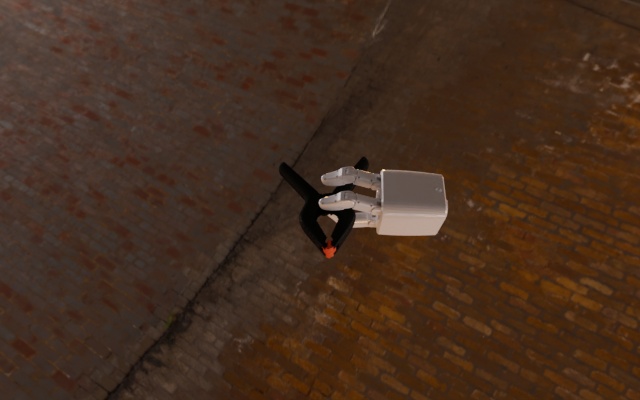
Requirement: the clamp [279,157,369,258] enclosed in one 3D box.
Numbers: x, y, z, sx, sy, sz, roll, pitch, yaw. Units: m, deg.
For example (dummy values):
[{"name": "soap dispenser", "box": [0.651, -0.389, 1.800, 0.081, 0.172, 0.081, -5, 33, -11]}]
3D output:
[{"name": "clamp", "box": [0.000, 0.004, 0.825, 0.164, 0.209, 0.036, 1, -39, 6]}]
